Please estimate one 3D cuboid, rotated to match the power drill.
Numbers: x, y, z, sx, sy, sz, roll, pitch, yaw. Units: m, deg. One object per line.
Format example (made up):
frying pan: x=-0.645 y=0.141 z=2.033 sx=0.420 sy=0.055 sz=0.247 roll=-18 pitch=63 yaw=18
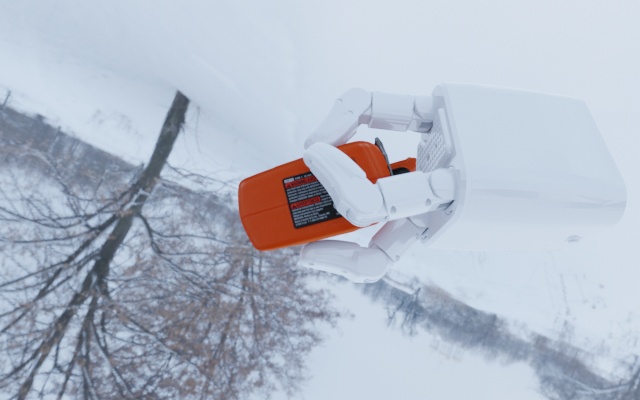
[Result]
power drill: x=0.000 y=0.001 z=0.403 sx=0.184 sy=0.057 sz=0.187 roll=-18 pitch=-3 yaw=12
